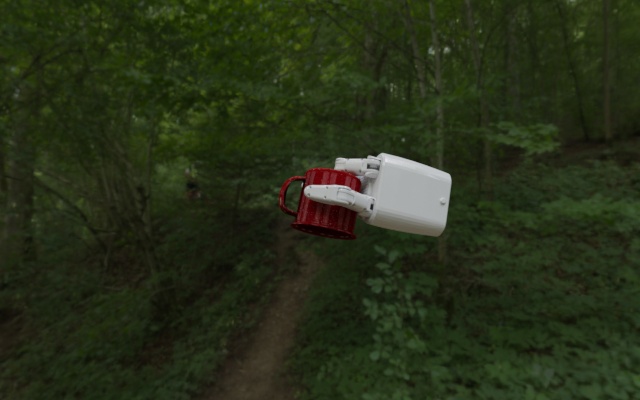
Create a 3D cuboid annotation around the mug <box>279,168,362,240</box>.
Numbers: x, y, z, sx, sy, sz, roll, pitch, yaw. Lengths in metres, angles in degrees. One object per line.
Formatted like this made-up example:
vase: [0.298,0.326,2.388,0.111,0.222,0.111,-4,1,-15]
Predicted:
mug: [-0.001,0.002,0.659,0.117,0.081,0.093,14,-12,-14]
